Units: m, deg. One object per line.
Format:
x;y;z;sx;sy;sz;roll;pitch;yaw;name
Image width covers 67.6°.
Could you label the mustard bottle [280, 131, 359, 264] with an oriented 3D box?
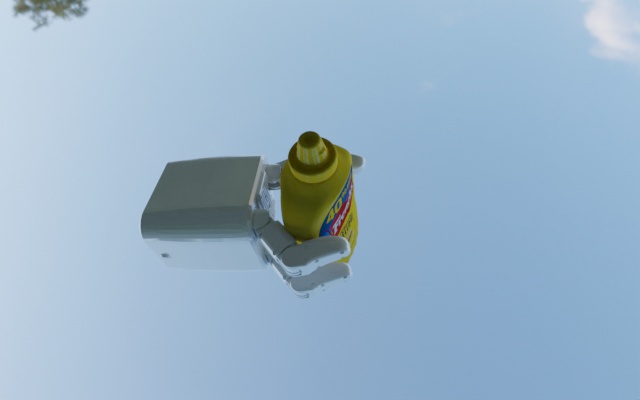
0.000;0.002;0.454;0.058;0.096;0.192;19;-27;18;mustard bottle
